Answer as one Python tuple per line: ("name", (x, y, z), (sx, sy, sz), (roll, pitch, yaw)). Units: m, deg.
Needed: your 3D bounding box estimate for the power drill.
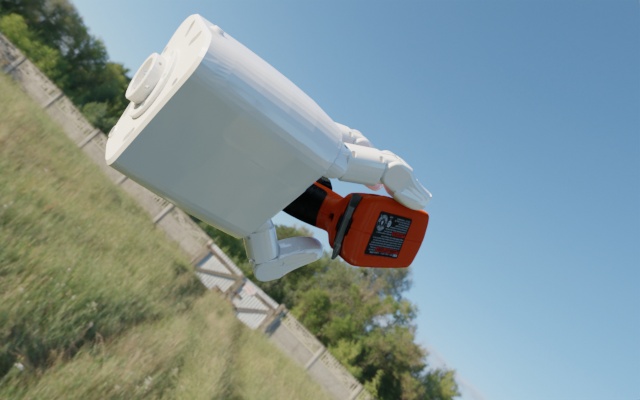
("power drill", (0.000, 0.002, 0.440), (0.187, 0.057, 0.184), (23, 8, 37))
